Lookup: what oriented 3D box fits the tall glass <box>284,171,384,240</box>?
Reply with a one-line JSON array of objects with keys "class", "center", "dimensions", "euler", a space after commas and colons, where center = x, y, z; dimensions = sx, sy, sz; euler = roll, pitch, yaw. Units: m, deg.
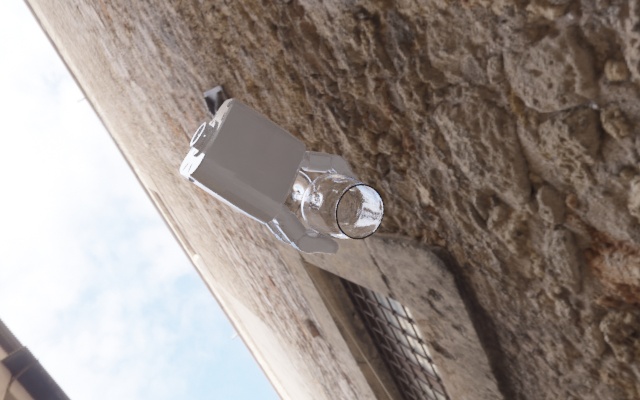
[{"class": "tall glass", "center": [0.000, 0.002, 0.609], "dimensions": [0.079, 0.079, 0.201], "euler": [0, 6, -27]}]
